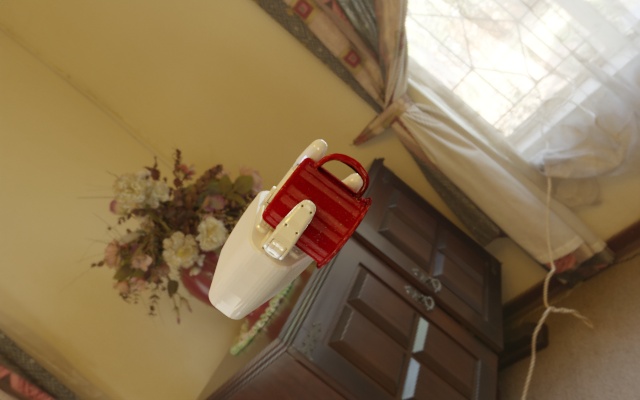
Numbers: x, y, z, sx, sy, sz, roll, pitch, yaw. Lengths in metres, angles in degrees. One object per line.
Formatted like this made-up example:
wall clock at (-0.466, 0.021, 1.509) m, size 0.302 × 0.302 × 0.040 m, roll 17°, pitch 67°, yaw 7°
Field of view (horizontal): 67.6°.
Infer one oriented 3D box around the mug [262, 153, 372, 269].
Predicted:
mug at (0.001, 0.001, 0.490) m, size 0.081 × 0.117 × 0.093 m, roll 38°, pitch 29°, yaw -3°
